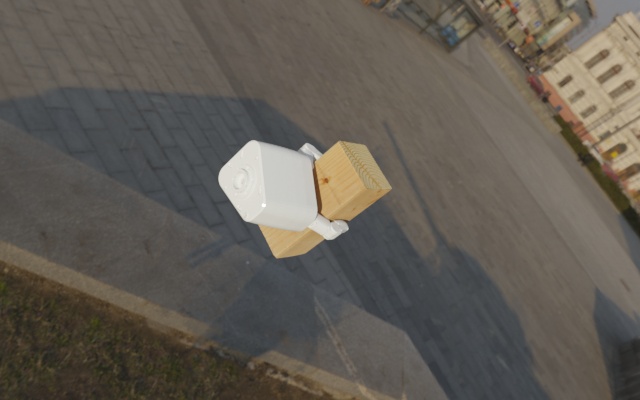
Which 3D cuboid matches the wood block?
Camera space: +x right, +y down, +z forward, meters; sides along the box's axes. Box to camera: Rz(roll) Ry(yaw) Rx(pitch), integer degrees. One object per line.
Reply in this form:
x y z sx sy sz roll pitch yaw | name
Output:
0.000 0.003 0.791 0.206 0.090 0.090 -38 -20 28 | wood block
